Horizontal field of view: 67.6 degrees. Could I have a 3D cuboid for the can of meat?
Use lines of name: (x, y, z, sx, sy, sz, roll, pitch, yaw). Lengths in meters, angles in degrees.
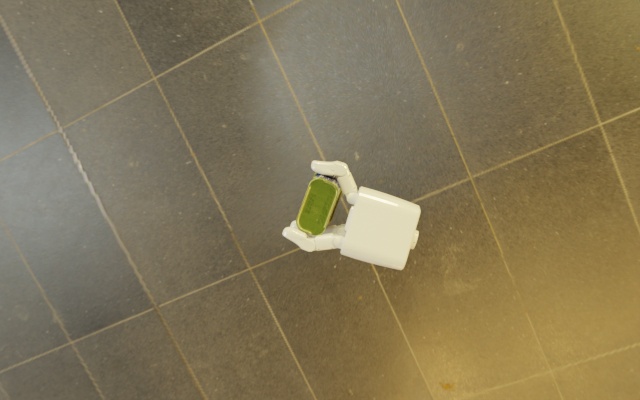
can of meat: (0.000, 0.003, 0.811, 0.057, 0.102, 0.084, 21, 14, 3)
